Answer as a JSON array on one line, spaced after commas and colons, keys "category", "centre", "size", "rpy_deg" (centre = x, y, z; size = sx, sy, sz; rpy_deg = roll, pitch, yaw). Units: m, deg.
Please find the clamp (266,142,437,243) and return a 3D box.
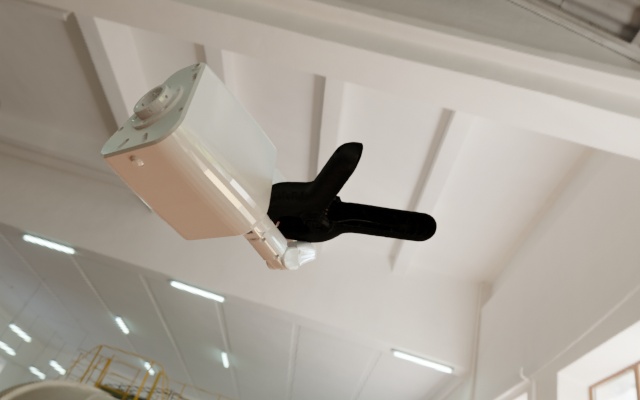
[{"category": "clamp", "centre": [0.000, 0.001, 0.410], "size": [0.171, 0.039, 0.120], "rpy_deg": [-8, -44, 33]}]
